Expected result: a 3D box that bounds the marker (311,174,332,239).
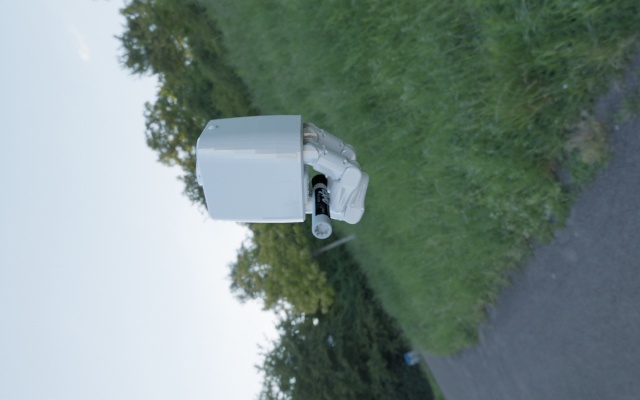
[{"bbox_3d":[0.000,0.002,0.502,0.020,0.020,0.121,0,26,-1],"label":"marker"}]
